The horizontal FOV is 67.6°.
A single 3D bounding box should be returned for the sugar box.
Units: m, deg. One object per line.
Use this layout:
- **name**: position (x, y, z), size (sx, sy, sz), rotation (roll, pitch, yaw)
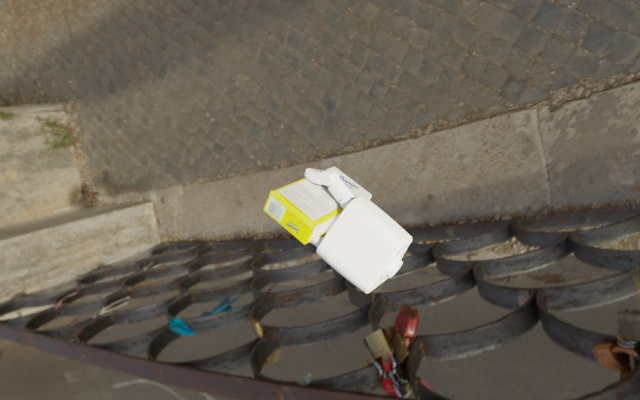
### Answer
- **sugar box**: position (0.000, 0.003, 0.783), size (0.093, 0.048, 0.176), rotation (39, 32, 20)
